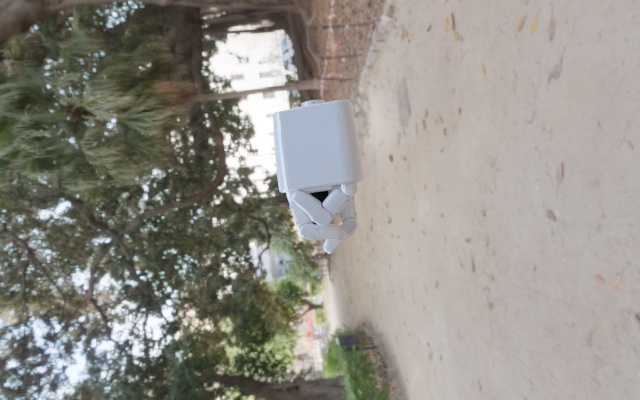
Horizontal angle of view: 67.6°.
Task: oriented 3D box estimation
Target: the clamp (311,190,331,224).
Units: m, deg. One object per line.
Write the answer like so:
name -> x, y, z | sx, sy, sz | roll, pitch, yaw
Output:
clamp -> 0.000, 0.003, 0.728 | 0.039, 0.120, 0.171 | -10, -1, -2
